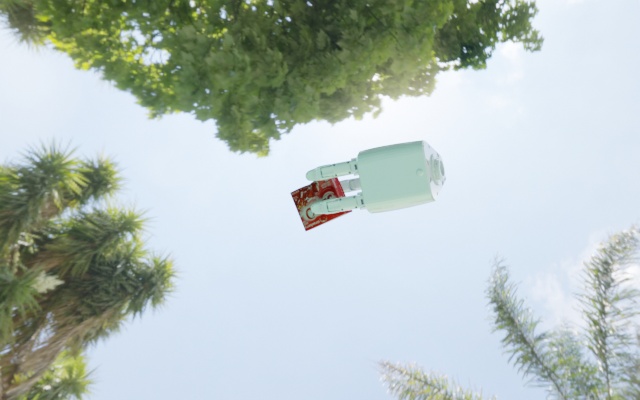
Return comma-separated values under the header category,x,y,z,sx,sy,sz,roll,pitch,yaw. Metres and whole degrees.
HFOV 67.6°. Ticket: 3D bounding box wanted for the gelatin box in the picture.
category,x,y,z,sx,sy,sz,roll,pitch,yaw
gelatin box,0.000,0.003,0.806,0.089,0.073,0.030,-25,-5,32
